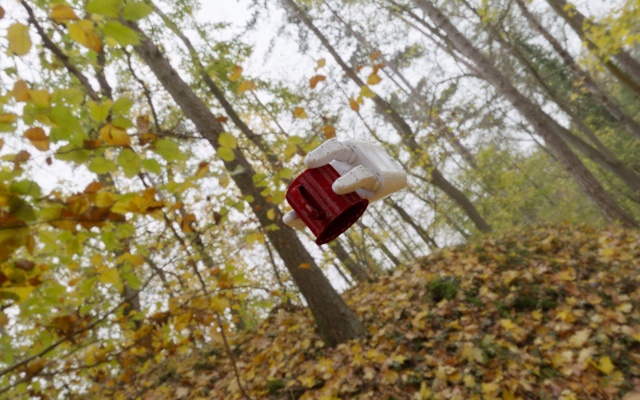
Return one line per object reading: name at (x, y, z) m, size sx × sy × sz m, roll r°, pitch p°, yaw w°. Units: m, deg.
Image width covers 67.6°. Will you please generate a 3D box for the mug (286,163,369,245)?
mug at (-0.001, 0.002, 0.648) m, size 0.093 × 0.081 × 0.117 m, roll -48°, pitch -19°, yaw 22°
